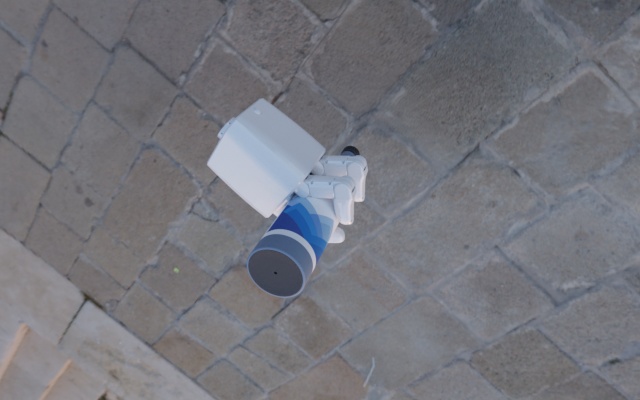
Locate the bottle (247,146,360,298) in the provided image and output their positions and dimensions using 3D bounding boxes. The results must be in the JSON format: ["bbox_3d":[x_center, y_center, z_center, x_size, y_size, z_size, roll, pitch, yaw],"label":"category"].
[{"bbox_3d":[0.000,0.002,0.613,0.069,0.069,0.295,0,30,22],"label":"bottle"}]
